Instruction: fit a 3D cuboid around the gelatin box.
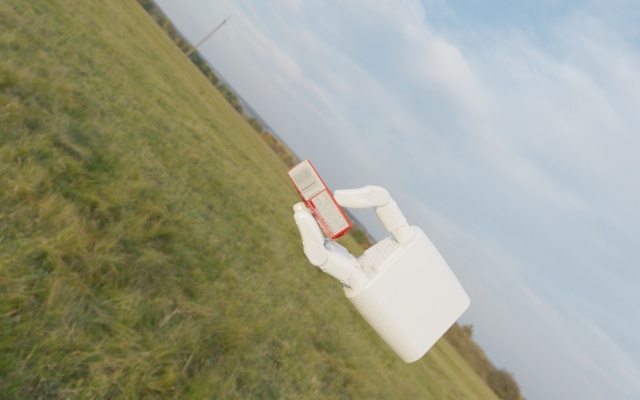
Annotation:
[{"bbox_3d":[0.000,0.001,0.530,0.030,0.089,0.073,-33,-4,1],"label":"gelatin box"}]
